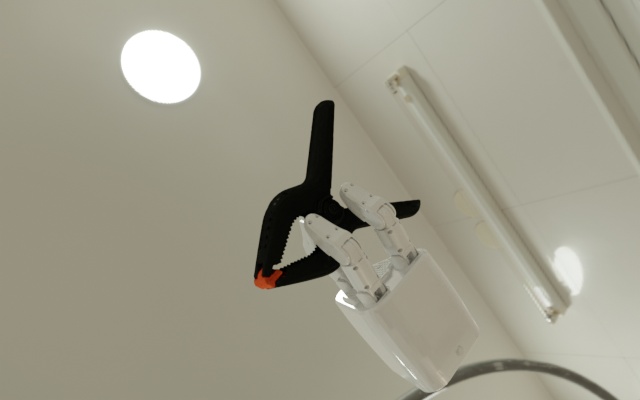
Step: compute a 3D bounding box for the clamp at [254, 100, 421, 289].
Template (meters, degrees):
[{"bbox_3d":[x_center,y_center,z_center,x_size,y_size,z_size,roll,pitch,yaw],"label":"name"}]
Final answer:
[{"bbox_3d":[-0.001,0.002,0.488,0.210,0.164,0.036,-41,7,-32],"label":"clamp"}]
